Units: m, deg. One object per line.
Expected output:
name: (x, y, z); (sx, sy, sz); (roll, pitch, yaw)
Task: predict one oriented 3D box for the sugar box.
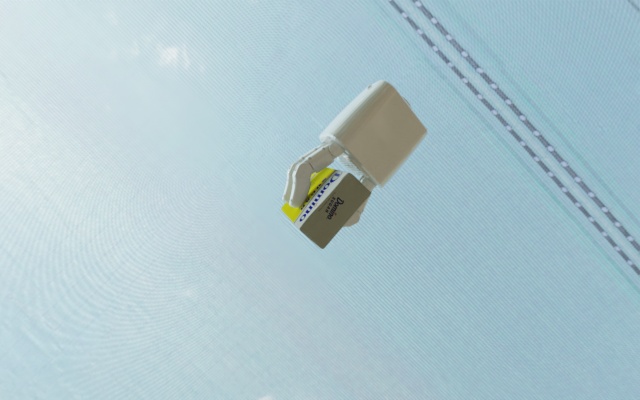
sugar box: (0.000, 0.002, 0.645); (0.048, 0.093, 0.176); (42, -4, -11)
